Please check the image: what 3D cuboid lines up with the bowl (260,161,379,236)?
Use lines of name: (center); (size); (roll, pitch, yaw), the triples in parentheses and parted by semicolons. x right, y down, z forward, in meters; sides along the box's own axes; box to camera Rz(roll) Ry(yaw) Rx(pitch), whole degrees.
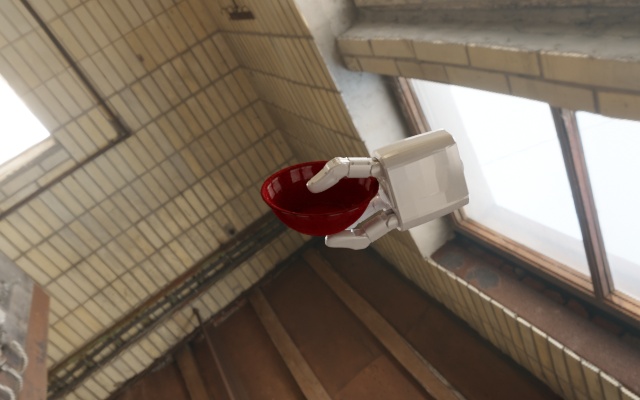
bowl: (-0.001, 0.003, 0.663); (0.162, 0.055, 0.162); (-3, 29, 1)
